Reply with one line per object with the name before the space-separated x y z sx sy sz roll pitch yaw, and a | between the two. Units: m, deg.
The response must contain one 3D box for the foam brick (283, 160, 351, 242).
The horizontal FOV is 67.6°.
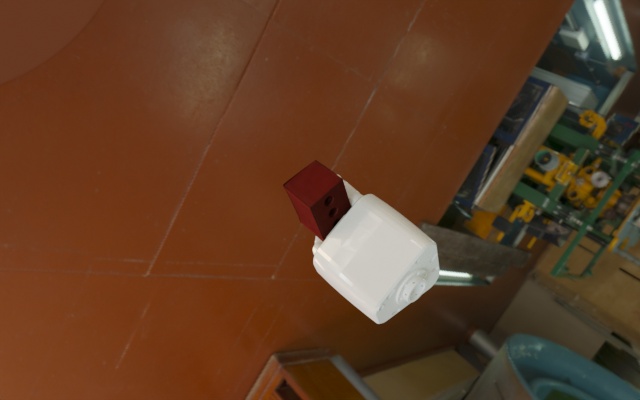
foam brick | 0.000 0.002 0.573 0.051 0.053 0.078 39 -18 37
